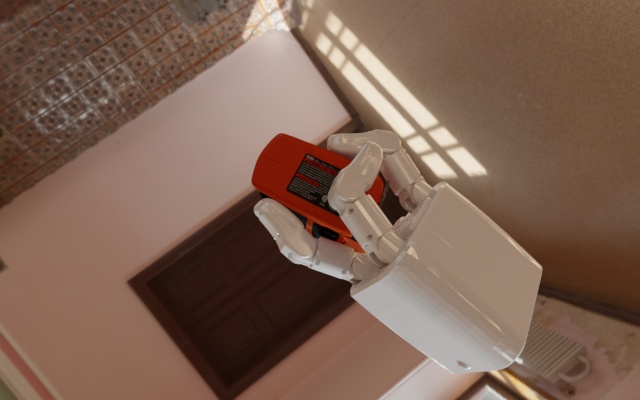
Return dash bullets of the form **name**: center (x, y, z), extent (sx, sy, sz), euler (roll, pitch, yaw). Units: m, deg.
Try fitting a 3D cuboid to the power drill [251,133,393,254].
- **power drill**: center (0.000, 0.002, 0.463), extent (0.184, 0.057, 0.188), euler (24, -8, 17)
